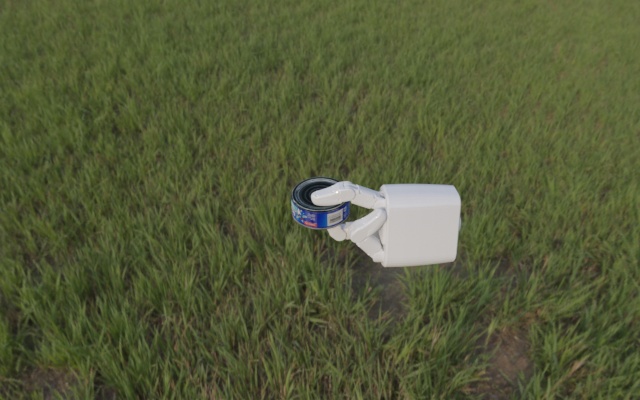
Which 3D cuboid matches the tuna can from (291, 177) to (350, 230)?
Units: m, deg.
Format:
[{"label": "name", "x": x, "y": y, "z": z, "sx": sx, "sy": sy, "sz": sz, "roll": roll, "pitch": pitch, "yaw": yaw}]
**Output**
[{"label": "tuna can", "x": 0.000, "y": 0.002, "z": 0.692, "sx": 0.086, "sy": 0.034, "sz": 0.086, "roll": -1, "pitch": 38, "yaw": 1}]
